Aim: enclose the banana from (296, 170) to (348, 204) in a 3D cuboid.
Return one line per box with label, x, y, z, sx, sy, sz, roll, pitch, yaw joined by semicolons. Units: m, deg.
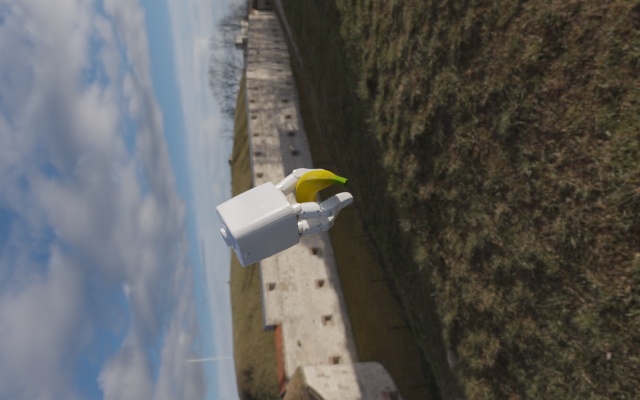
banana;-0.013;-0.010;0.841;0.069;0.037;0.198;41;-23;1
